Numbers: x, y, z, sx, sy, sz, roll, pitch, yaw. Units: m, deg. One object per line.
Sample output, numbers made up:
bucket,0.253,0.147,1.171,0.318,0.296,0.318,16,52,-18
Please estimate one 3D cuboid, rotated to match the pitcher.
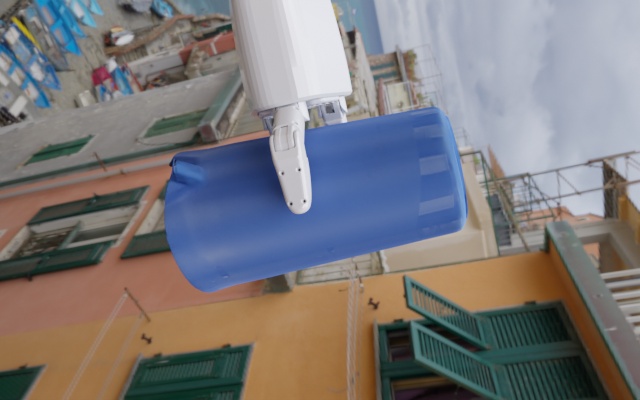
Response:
pitcher,0.000,0.001,0.433,0.243,0.145,0.149,-12,10,11
